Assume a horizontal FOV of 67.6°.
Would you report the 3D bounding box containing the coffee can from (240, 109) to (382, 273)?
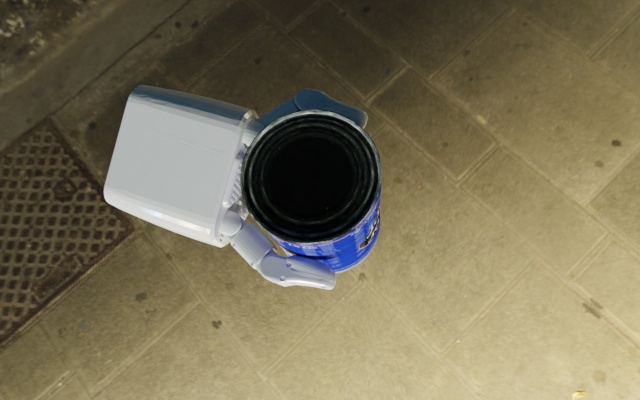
[{"bbox_3d":[0.000,0.001,0.405,0.103,0.102,0.140,0,-17,6],"label":"coffee can"}]
